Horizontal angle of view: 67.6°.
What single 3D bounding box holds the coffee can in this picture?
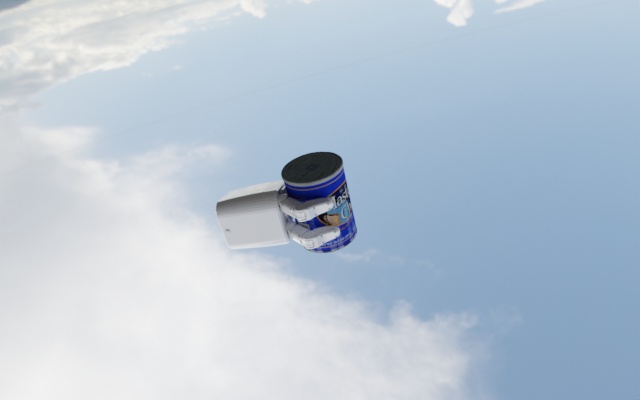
[{"bbox_3d":[0.000,0.002,0.807,0.103,0.140,0.102,-10,31,6],"label":"coffee can"}]
